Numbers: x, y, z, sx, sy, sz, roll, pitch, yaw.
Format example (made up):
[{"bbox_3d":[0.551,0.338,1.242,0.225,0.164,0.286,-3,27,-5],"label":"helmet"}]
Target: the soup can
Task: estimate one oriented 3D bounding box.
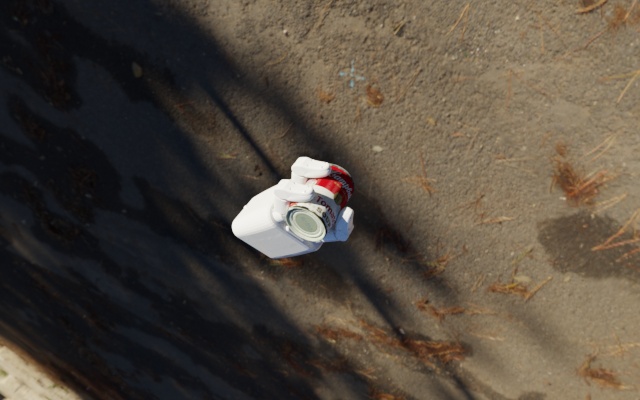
[{"bbox_3d":[0.000,0.002,0.703,0.068,0.068,0.102,0,39,35],"label":"soup can"}]
